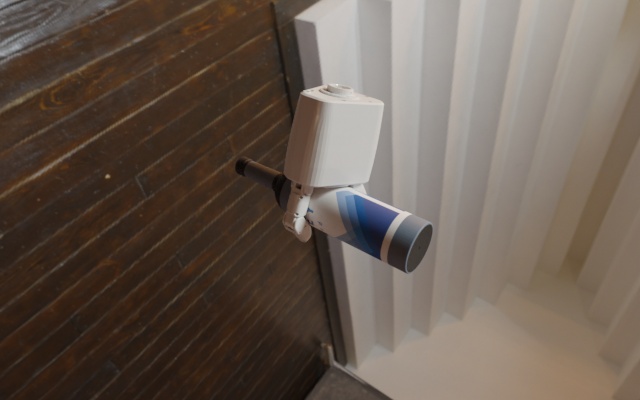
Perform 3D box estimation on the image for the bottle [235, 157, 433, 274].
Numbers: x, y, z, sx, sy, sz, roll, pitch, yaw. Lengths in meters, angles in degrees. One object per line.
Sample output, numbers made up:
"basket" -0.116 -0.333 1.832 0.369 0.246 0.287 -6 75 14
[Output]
"bottle" 0.000 0.002 0.631 0.295 0.069 0.069 25 13 29
